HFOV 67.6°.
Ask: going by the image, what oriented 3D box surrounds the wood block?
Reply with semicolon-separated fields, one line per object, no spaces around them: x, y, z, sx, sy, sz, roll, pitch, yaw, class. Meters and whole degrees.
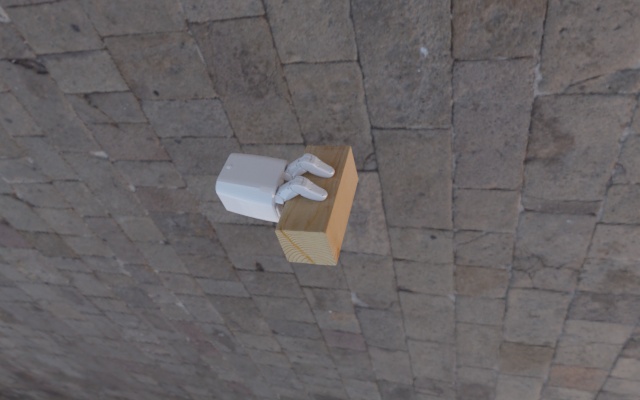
0.000;0.003;0.849;0.090;0.206;0.091;2;-42;18;wood block
